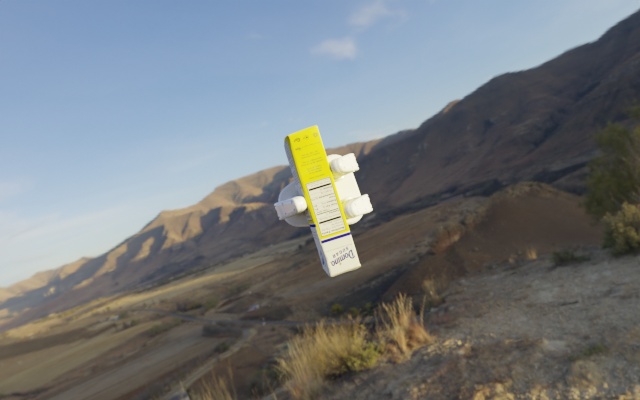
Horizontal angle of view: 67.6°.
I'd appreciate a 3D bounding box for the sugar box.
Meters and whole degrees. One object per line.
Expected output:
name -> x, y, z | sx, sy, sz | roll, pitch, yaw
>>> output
sugar box -> 0.001, 0.002, 0.601 | 0.048, 0.176, 0.093 | -20, 0, -5
